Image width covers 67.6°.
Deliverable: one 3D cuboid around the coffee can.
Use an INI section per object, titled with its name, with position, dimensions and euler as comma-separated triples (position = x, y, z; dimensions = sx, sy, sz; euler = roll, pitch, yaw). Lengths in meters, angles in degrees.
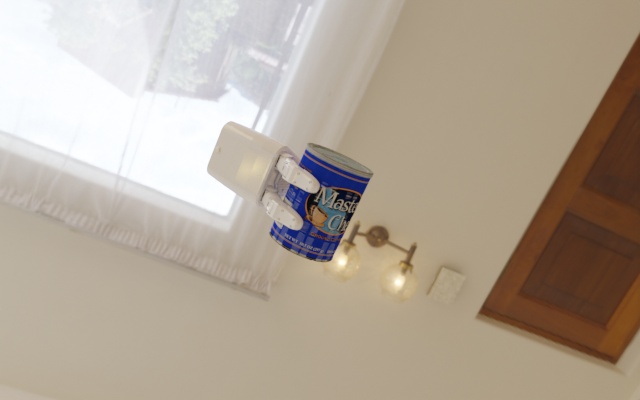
[coffee can]
position = 0.000, 0.002, 0.684
dimensions = 0.103, 0.140, 0.102
euler = 23, 13, -6
